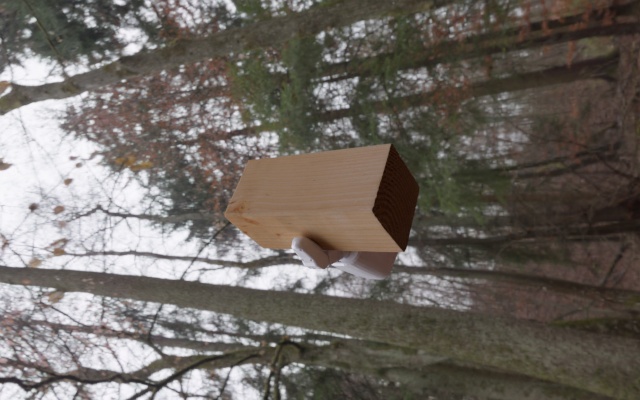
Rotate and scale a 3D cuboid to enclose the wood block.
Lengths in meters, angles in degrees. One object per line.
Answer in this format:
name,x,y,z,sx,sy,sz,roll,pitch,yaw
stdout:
wood block,0.000,0.002,0.575,0.206,0.090,0.090,-3,-35,34
